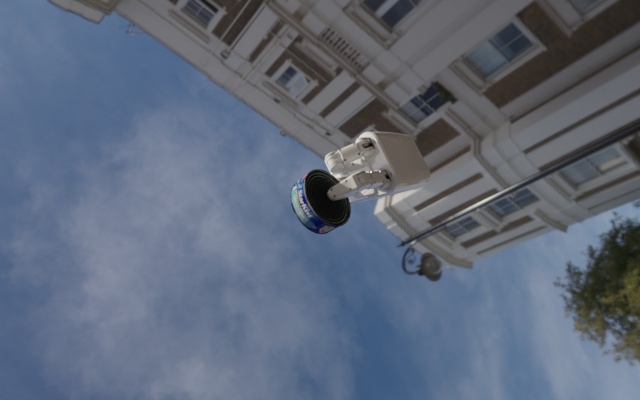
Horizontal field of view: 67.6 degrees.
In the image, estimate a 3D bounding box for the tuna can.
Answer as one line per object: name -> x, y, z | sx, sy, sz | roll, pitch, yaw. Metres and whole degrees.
tuna can -> 0.000, 0.002, 0.657 | 0.086, 0.086, 0.034 | 0, -25, -48
